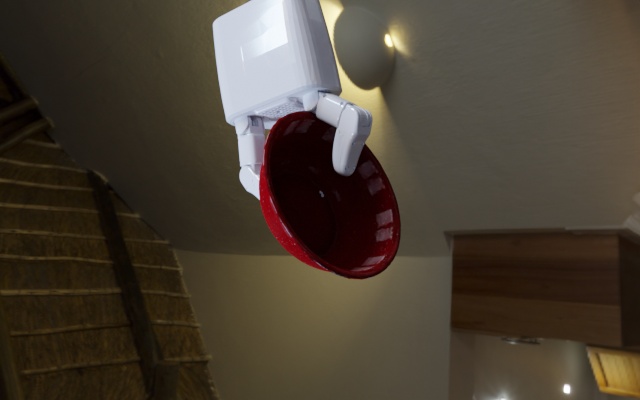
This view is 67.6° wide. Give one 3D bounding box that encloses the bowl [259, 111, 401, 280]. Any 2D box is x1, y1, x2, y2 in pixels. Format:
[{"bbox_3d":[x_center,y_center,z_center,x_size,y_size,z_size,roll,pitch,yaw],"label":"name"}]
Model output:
[{"bbox_3d":[0.000,0.003,0.436,0.162,0.162,0.055,0,-24,-45],"label":"bowl"}]
